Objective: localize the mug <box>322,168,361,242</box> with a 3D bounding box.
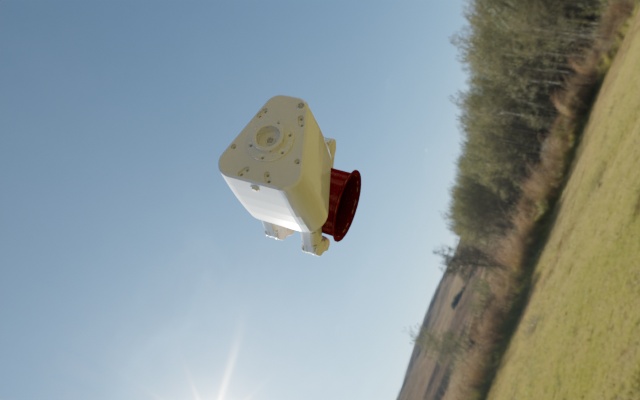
[{"bbox_3d":[0.000,0.003,0.617,0.081,0.093,0.117,16,-21,19],"label":"mug"}]
